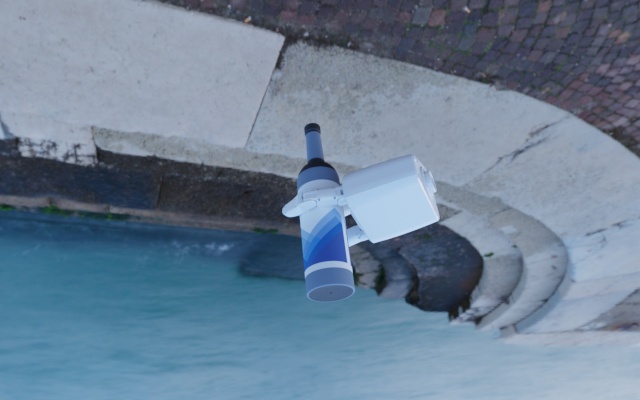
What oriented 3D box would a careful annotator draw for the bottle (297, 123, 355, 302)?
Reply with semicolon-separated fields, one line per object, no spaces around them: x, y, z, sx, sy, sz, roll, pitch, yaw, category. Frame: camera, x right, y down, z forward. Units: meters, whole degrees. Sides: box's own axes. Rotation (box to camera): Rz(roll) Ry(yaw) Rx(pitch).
0.000;0.003;0.727;0.069;0.295;0.069;-5;-31;-3;bottle
